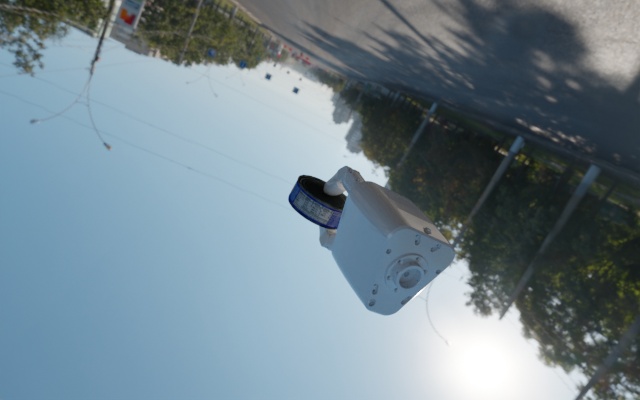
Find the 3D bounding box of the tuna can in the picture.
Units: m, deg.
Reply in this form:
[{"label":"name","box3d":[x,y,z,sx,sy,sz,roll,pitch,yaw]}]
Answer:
[{"label":"tuna can","box3d":[0.000,0.003,0.647,0.086,0.034,0.086,27,19,-10]}]
